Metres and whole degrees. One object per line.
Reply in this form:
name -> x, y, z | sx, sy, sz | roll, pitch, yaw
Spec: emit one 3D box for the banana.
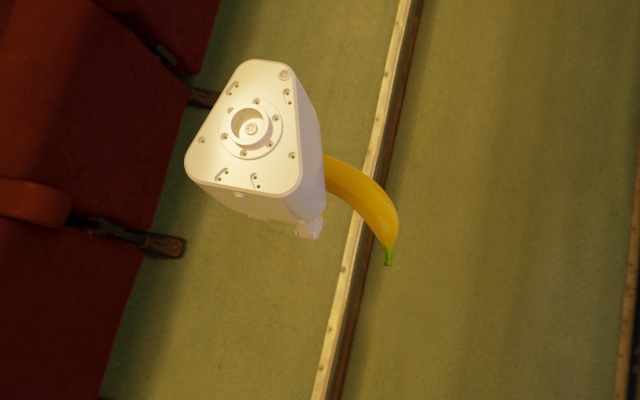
banana -> 0.014, -0.011, 0.526 | 0.198, 0.069, 0.037 | 36, -2, 11
